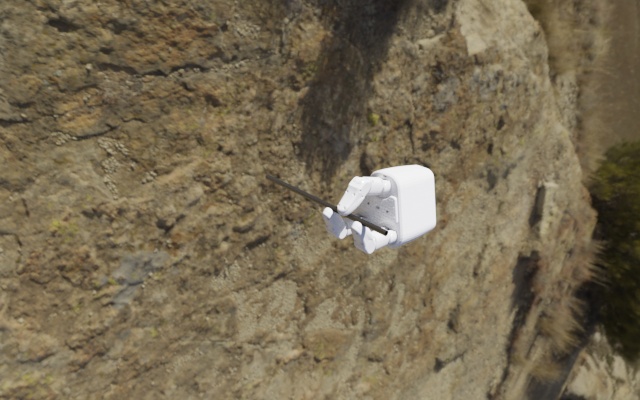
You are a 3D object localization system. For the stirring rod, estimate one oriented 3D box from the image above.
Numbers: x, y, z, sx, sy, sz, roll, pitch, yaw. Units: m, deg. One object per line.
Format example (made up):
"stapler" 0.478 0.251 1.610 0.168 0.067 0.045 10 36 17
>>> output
"stirring rod" 0.000 0.002 0.692 0.239 0.011 0.011 25 16 38
